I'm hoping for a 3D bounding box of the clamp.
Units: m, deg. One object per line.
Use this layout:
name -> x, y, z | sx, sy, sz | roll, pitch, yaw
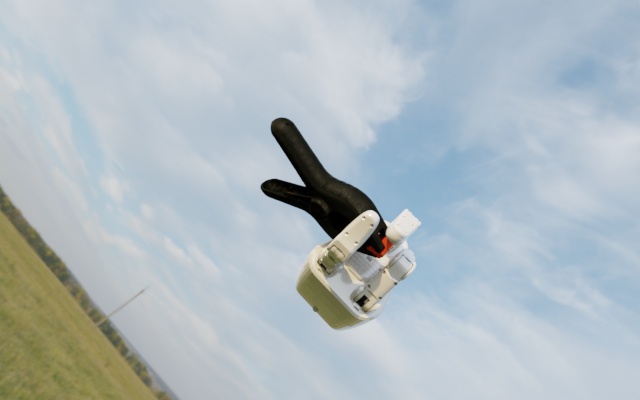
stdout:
clamp -> 0.001, 0.001, 0.507 | 0.039, 0.171, 0.120 | -41, -8, -26
